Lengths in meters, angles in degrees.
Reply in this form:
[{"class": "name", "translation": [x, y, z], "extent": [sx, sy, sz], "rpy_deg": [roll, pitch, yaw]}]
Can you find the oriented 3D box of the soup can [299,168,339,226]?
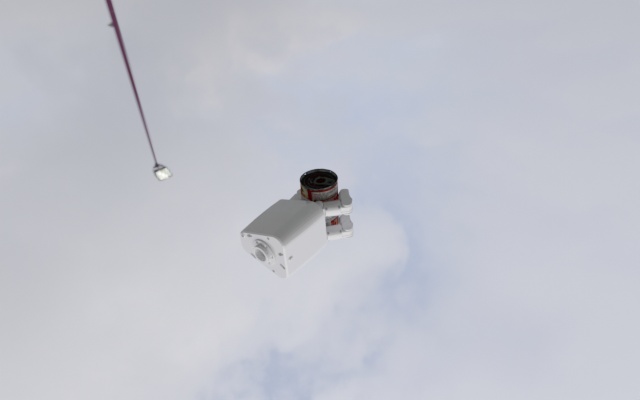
[{"class": "soup can", "translation": [0.000, 0.003, 0.864], "extent": [0.068, 0.102, 0.068], "rpy_deg": [-3, 35, 2]}]
